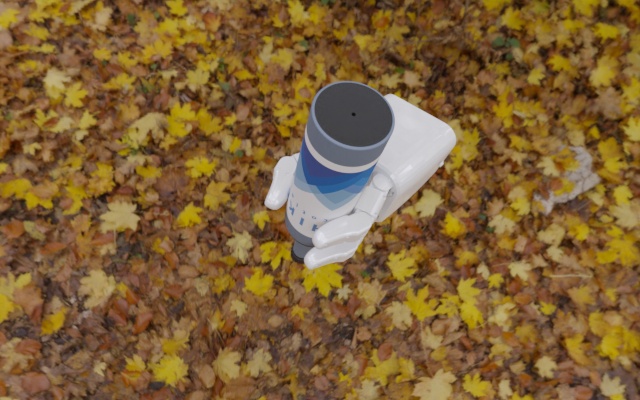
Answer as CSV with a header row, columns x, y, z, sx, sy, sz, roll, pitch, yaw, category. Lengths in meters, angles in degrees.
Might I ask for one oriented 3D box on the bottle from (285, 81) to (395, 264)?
x,y,z,sx,sy,sz,roll,pitch,yaw,category
0.000,0.002,0.494,0.069,0.069,0.296,0,-28,-11,bottle
